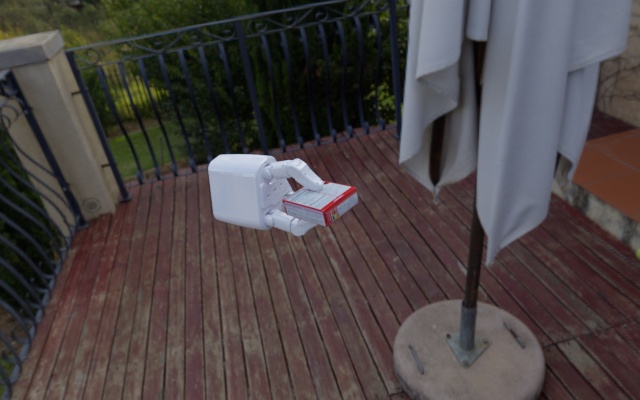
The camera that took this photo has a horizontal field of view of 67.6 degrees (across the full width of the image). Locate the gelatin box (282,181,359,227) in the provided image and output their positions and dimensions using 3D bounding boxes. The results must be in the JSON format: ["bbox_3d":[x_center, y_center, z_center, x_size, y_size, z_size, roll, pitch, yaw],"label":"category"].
[{"bbox_3d":[0.000,0.002,0.705,0.089,0.030,0.073,13,37,43],"label":"gelatin box"}]
